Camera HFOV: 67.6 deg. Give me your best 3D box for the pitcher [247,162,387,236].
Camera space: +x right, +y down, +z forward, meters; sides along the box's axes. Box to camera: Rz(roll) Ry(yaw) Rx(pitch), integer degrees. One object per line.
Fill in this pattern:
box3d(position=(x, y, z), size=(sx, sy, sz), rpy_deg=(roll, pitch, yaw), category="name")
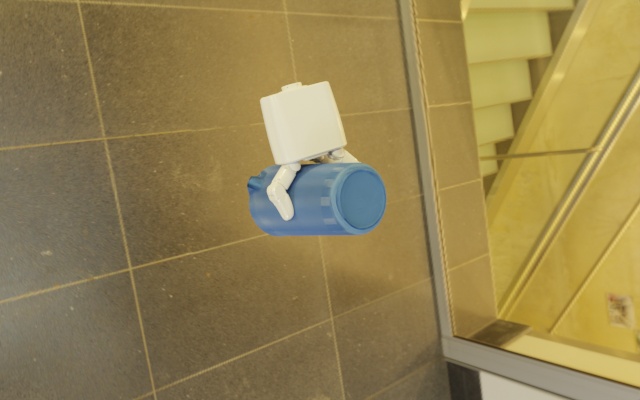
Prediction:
box3d(position=(0.000, 0.002, 0.799), size=(0.149, 0.145, 0.243), rpy_deg=(-23, 13, -34), category="pitcher")
